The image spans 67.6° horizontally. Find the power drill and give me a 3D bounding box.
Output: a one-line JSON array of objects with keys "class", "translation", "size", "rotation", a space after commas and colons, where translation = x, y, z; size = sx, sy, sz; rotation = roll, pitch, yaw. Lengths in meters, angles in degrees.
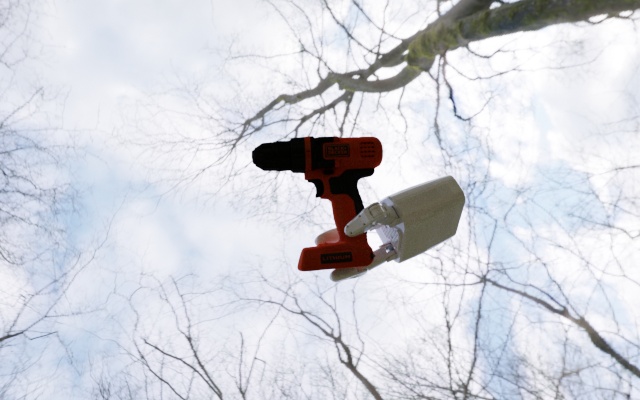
[{"class": "power drill", "translation": [0.000, 0.003, 0.663], "size": [0.184, 0.187, 0.057], "rotation": [-3, -4, -2]}]
